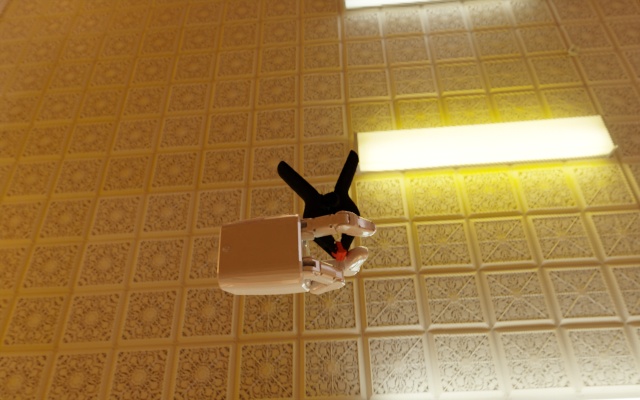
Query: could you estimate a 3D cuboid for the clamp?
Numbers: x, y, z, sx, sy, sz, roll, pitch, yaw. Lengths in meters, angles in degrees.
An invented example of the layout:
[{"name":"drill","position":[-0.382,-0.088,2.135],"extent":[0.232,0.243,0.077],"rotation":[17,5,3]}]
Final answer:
[{"name":"clamp","position":[0.000,0.003,0.668],"extent":[0.120,0.171,0.039],"rotation":[-5,-33,3]}]
